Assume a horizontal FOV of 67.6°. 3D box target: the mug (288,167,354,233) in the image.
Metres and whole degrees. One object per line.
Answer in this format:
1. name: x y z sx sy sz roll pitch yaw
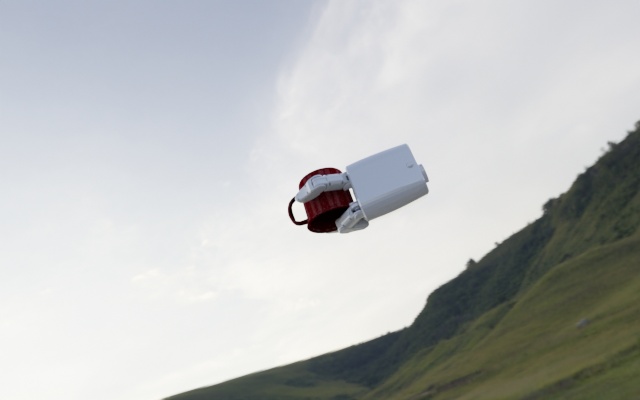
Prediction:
1. mug: -0.001 0.003 0.803 0.117 0.081 0.093 -22 -26 7
